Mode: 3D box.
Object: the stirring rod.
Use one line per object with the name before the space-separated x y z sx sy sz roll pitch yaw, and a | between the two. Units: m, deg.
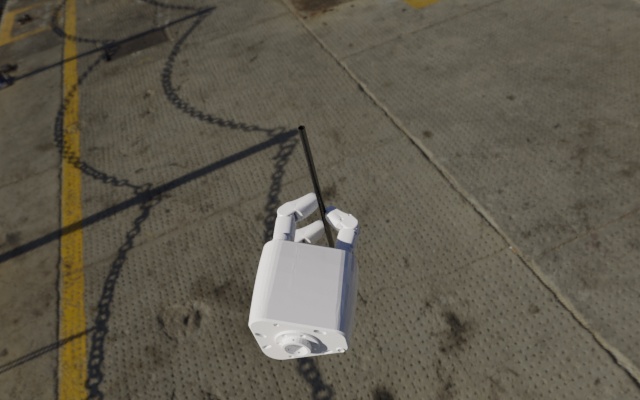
stirring rod | 0.000 0.002 0.616 0.011 0.011 0.240 0 -44 14
